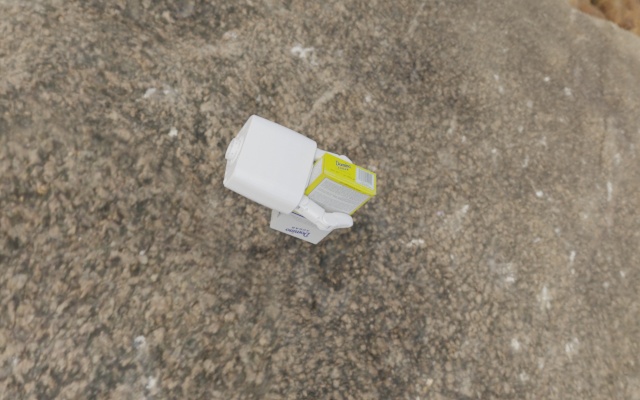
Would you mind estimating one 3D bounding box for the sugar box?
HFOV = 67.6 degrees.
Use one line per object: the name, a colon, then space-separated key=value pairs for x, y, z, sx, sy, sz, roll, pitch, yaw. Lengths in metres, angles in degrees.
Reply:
sugar box: x=0.000 y=0.002 z=0.752 sx=0.093 sy=0.048 sz=0.176 roll=22 pitch=-37 yaw=-23
